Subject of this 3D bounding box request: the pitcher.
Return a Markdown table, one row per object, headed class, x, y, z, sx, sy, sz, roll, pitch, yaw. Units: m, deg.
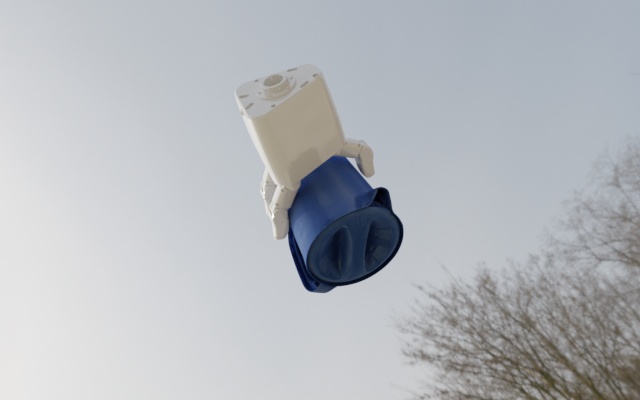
| class | x | y | z | sx | sy | sz | roll | pitch | yaw |
| --- | --- | --- | --- | --- | --- | --- | --- | --- | --- |
| pitcher | 0.000 | 0.002 | 0.684 | 0.149 | 0.145 | 0.242 | -26 | 43 | -4 |
